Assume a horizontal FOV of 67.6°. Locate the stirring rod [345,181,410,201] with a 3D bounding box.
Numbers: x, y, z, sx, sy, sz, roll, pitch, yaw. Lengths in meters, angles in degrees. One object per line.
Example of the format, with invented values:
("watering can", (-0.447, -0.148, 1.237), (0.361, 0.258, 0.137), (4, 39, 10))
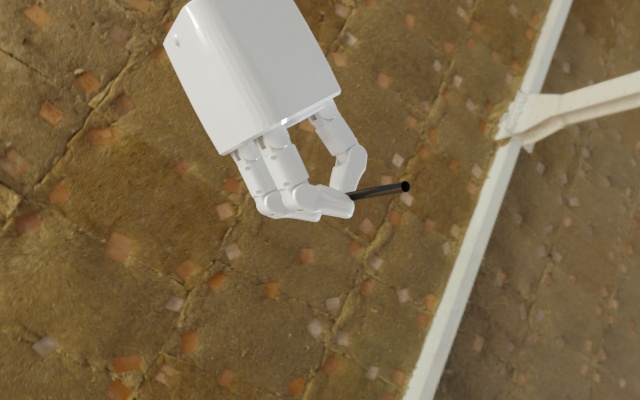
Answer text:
("stirring rod", (0.000, 0.001, 0.438), (0.011, 0.011, 0.239), (0, -5, -30))
